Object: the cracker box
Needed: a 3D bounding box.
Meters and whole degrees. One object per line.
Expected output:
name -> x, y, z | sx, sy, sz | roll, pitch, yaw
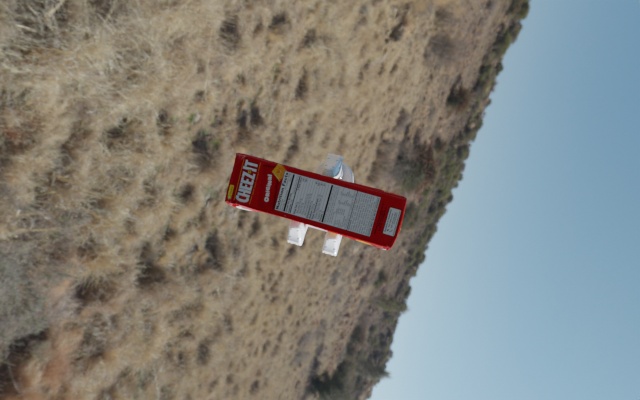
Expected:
cracker box -> 0.000, 0.002, 0.641 | 0.213, 0.072, 0.164 | 15, 1, 6
